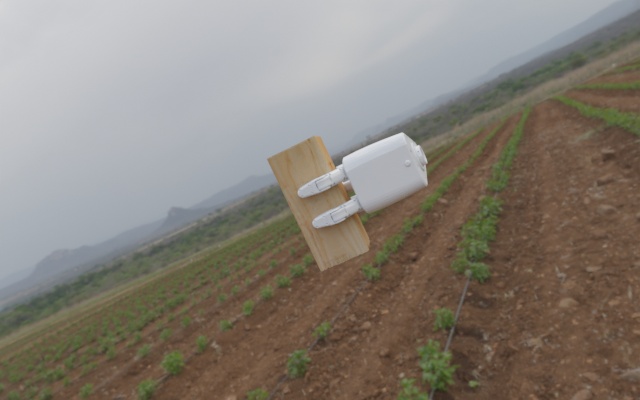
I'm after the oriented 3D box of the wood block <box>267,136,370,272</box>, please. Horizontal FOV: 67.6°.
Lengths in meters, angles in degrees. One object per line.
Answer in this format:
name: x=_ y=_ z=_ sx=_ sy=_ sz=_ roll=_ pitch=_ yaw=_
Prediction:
wood block: x=0.000 y=0.002 z=0.816 sx=0.090 sy=0.206 sz=0.091 roll=-25 pitch=3 yaw=9
